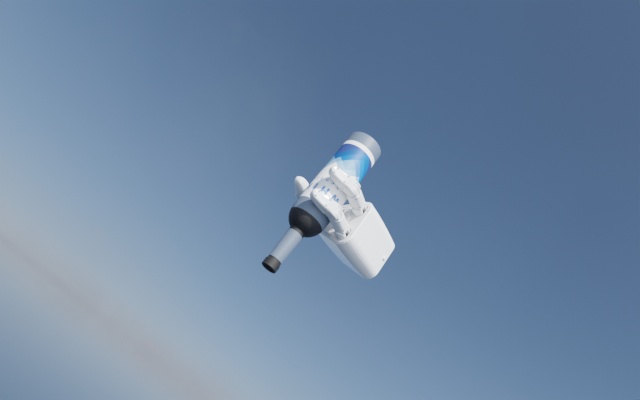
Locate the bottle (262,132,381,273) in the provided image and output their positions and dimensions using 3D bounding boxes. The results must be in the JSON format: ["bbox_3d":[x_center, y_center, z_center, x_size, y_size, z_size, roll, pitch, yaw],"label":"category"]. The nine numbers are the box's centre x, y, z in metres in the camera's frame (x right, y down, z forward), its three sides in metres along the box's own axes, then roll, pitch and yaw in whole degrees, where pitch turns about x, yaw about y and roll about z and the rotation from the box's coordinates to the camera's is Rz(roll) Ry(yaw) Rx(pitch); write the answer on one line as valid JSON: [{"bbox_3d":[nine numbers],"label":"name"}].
[{"bbox_3d":[0.000,0.002,0.815,0.069,0.295,0.069,30,-27,17],"label":"bottle"}]
